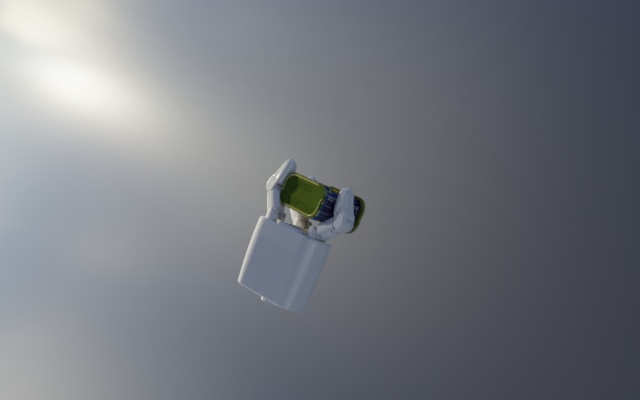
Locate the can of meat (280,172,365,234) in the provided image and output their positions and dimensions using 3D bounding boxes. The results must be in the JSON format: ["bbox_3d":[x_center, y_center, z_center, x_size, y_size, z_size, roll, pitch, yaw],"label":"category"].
[{"bbox_3d":[0.000,0.002,0.704,0.084,0.057,0.102,21,2,-42],"label":"can of meat"}]
